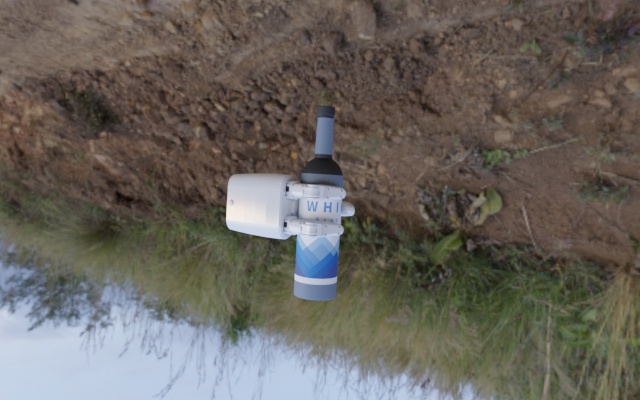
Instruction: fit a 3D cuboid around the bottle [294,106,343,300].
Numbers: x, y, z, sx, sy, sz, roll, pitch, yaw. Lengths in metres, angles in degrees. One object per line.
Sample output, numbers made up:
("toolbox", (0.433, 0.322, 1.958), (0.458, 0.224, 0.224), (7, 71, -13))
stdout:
("bottle", (0.000, 0.003, 0.745), (0.069, 0.296, 0.069), (4, 3, 0))
